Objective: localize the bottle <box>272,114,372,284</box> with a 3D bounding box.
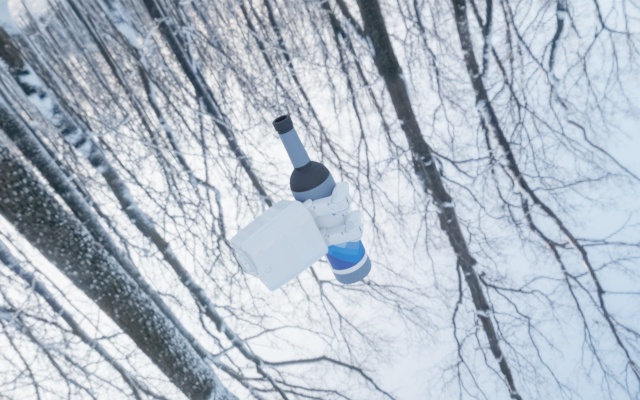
[{"bbox_3d":[0.000,0.003,0.736,0.069,0.296,0.069,-19,30,12],"label":"bottle"}]
